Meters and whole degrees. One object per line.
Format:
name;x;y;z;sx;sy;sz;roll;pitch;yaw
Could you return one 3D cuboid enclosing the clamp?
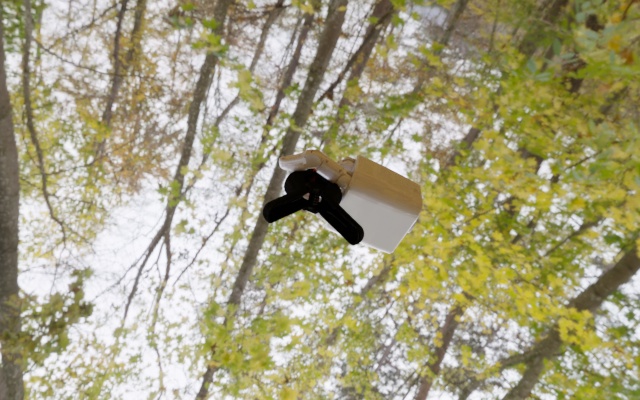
clamp;0.000;0.002;0.612;0.120;0.039;0.171;24;25;-3
